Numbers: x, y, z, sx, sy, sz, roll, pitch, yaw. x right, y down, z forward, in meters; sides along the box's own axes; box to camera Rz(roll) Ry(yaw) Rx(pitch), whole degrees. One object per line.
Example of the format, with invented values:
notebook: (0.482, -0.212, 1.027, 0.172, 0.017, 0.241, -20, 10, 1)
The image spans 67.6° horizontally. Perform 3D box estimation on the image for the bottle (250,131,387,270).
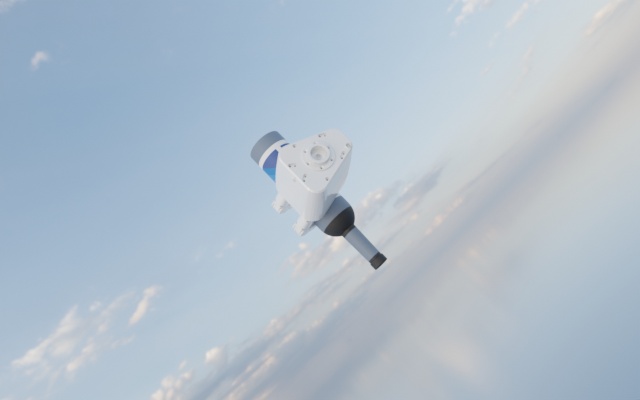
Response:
bottle: (0.000, 0.003, 0.816, 0.295, 0.069, 0.069, 46, 14, 14)
